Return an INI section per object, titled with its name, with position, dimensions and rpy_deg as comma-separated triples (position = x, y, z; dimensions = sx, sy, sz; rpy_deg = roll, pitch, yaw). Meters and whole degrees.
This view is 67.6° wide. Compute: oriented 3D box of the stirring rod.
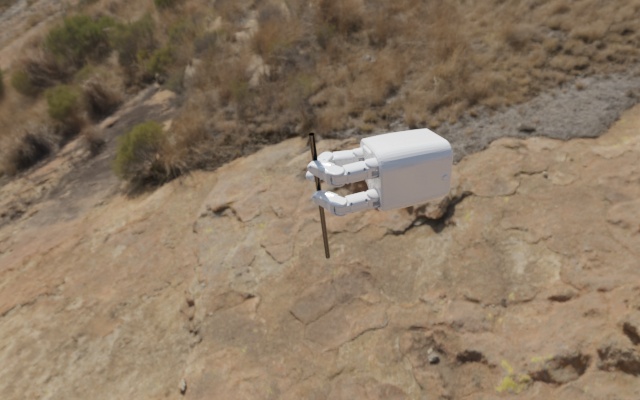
[stirring rod]
position = 0.000, 0.002, 0.724
dimensions = 0.011, 0.240, 0.011
rpy_deg = -5, 39, 4
